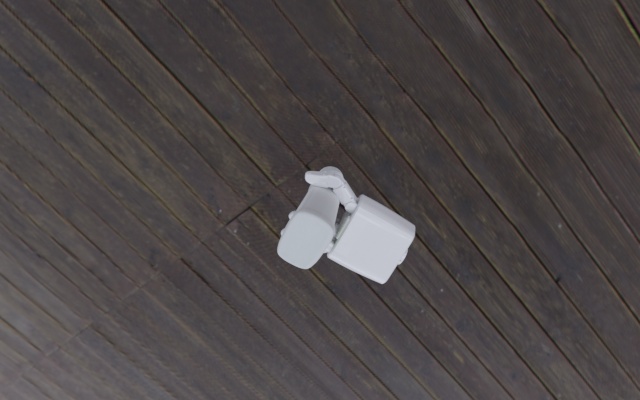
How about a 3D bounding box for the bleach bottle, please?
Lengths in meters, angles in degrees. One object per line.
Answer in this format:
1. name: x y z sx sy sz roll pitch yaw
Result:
1. bleach bottle: 0.000 0.003 0.802 0.068 0.103 0.250 29 31 -4
